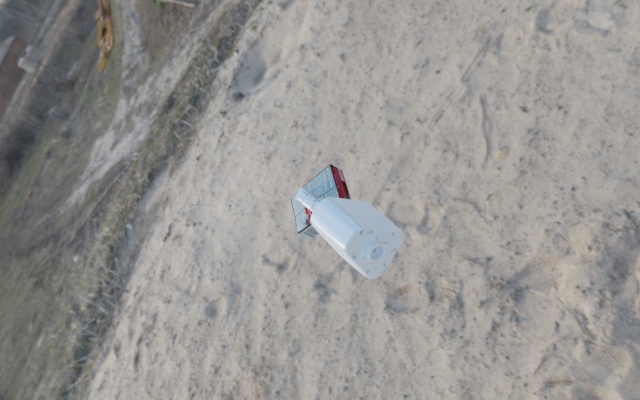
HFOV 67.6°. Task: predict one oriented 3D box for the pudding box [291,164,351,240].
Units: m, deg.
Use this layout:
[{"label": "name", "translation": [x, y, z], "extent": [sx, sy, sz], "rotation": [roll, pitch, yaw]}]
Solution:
[{"label": "pudding box", "translation": [0.000, 0.003, 0.862], "extent": [0.113, 0.090, 0.039], "rotation": [-37, -44, 27]}]
